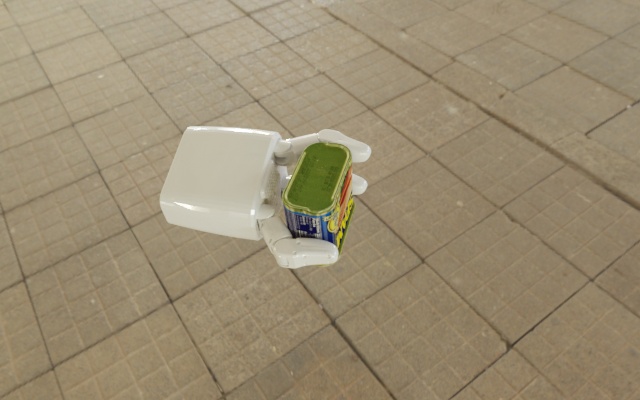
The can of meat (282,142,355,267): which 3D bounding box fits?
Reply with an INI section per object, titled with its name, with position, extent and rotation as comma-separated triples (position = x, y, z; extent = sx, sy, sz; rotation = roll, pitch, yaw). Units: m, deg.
[can of meat]
position = 0.000, 0.001, 0.493
extent = 0.057, 0.102, 0.084
rotation = 10, -40, 14
